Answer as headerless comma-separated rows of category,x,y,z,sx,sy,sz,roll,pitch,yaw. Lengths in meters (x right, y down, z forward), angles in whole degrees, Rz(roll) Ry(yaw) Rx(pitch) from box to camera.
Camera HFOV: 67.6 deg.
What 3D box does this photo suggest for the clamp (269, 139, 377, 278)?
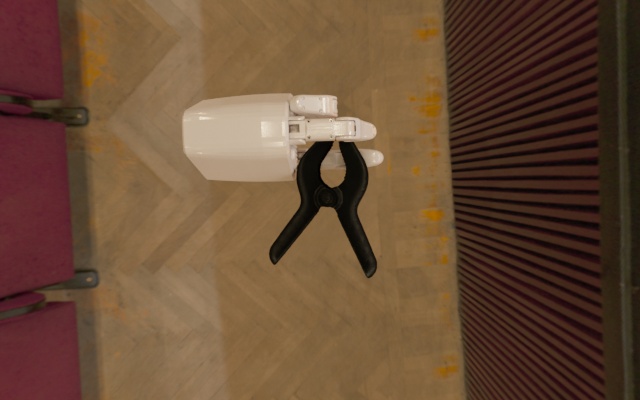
clamp,0.000,0.002,0.526,0.120,0.171,0.039,-2,2,1
